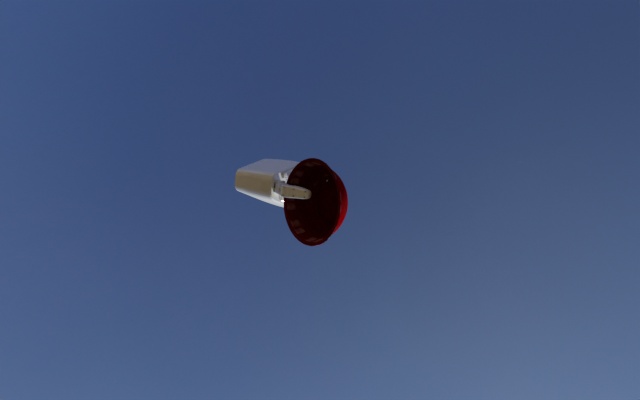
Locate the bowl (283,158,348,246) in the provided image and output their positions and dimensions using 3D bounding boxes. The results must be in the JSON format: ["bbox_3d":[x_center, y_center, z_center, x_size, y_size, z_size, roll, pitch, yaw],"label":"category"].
[{"bbox_3d":[0.001,0.003,0.890,0.055,0.162,0.162,0,0,-41],"label":"bowl"}]
